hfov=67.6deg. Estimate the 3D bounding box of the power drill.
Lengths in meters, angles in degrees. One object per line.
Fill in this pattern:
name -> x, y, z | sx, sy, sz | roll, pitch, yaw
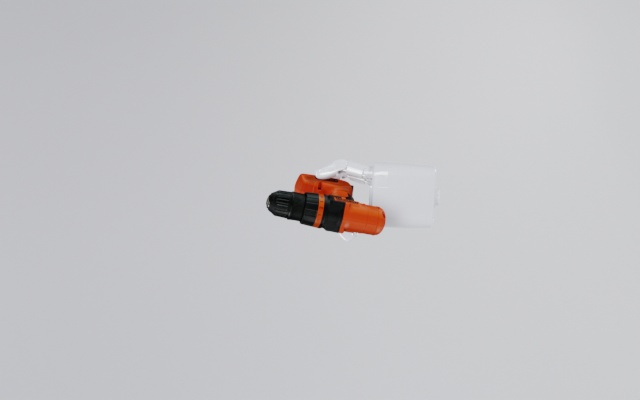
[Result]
power drill -> 0.000, 0.002, 0.789 | 0.184, 0.057, 0.187 | 12, 13, -10
